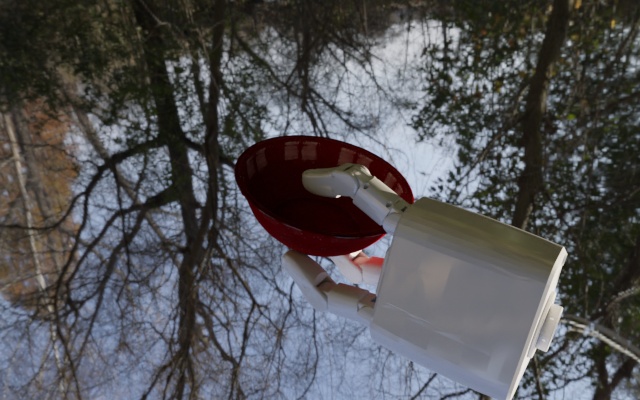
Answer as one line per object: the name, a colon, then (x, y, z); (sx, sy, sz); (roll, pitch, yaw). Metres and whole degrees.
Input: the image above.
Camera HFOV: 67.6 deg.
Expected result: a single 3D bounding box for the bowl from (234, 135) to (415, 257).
bowl: (-0.001, 0.001, 0.439); (0.162, 0.055, 0.162); (9, 34, -6)
